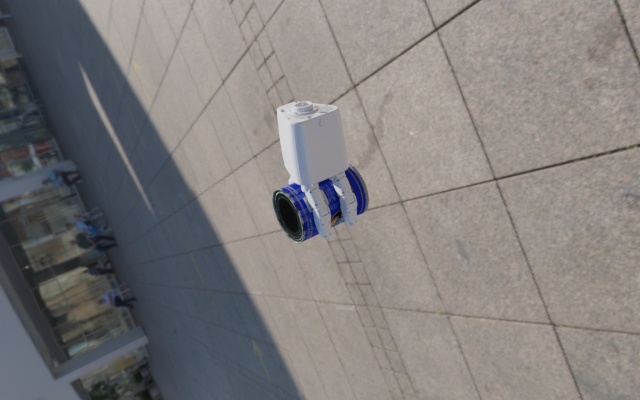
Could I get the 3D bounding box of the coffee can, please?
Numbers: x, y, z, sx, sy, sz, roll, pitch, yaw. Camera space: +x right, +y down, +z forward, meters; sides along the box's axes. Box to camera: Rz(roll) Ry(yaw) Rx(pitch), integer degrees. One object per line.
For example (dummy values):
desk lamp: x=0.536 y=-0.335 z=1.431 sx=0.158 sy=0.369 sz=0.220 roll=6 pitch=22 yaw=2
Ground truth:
coffee can: x=0.000 y=0.003 z=0.851 sx=0.140 sy=0.103 sz=0.103 roll=-24 pitch=11 yaw=-26
